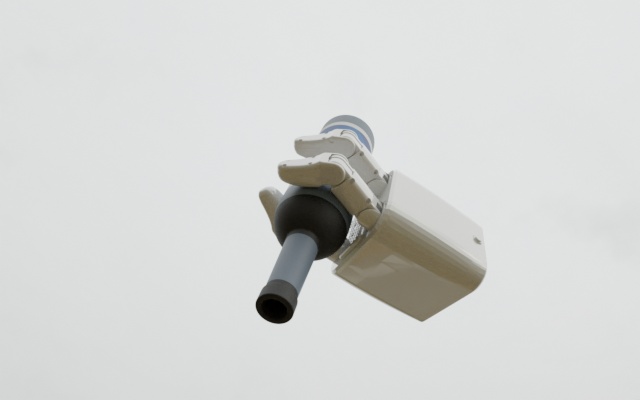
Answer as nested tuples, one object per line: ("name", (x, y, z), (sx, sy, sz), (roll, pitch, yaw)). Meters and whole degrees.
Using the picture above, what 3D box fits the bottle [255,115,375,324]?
("bottle", (0.000, 0.001, 0.447), (0.069, 0.069, 0.295), (0, 30, 14))
